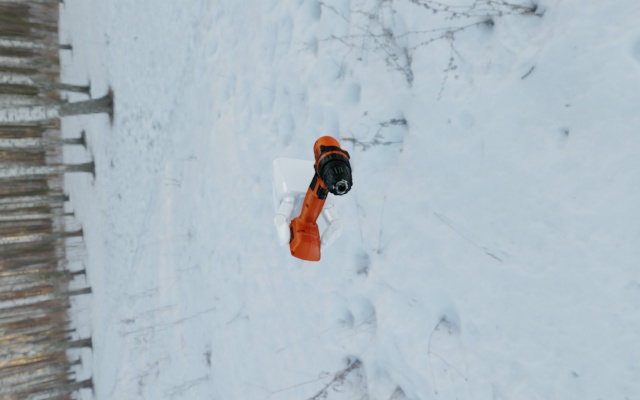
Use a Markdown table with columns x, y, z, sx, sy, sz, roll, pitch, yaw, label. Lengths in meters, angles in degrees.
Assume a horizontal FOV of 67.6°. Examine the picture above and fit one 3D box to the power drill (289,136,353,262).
| x | y | z | sx | sy | sz | roll | pitch | yaw | label |
| --- | --- | --- | --- | --- | --- | --- | --- | --- | --- |
| 0.000 | 0.003 | 0.776 | 0.057 | 0.188 | 0.184 | 15 | 23 | -12 | power drill |
